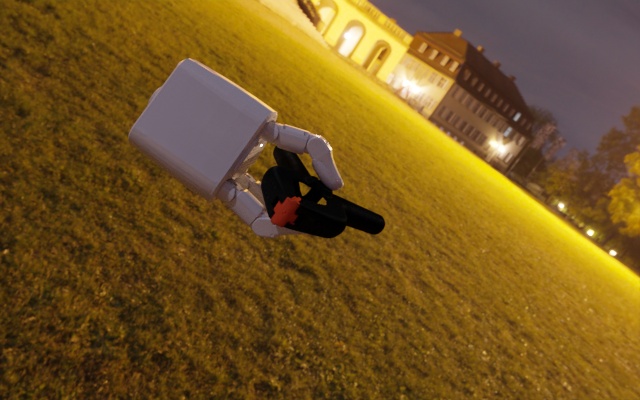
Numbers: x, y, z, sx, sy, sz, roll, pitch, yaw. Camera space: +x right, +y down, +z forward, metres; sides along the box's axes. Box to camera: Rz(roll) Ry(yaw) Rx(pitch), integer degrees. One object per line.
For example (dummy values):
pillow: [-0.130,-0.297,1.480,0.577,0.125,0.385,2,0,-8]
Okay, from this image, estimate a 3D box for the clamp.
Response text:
clamp: [0.000,0.001,0.499,0.164,0.036,0.210,36,14,-1]
